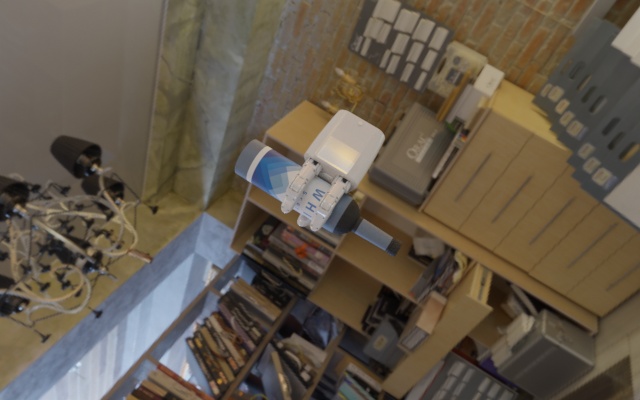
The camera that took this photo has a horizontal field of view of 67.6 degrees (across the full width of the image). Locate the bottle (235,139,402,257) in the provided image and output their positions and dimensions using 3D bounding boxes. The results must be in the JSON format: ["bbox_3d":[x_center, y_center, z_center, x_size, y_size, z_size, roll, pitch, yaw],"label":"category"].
[{"bbox_3d":[0.000,0.002,0.781,0.295,0.069,0.069,32,4,7],"label":"bottle"}]
